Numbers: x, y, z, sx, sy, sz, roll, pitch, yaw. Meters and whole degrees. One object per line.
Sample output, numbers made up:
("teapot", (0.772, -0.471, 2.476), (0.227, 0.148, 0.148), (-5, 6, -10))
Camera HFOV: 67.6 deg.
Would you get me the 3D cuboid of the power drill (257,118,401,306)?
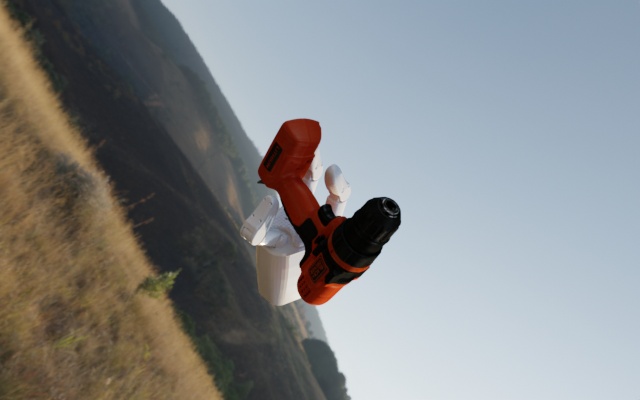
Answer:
("power drill", (0.000, 0.002, 0.530), (0.057, 0.187, 0.184), (-4, -33, -35))
